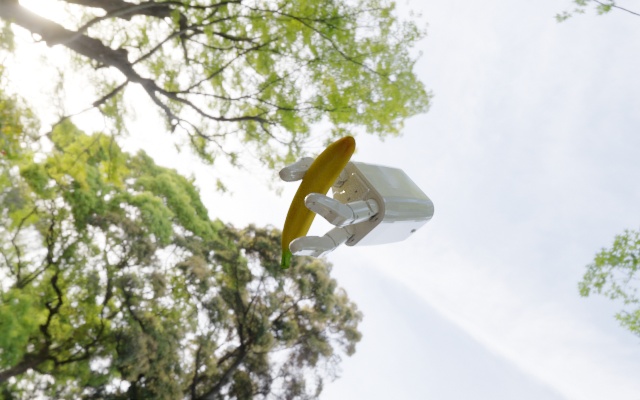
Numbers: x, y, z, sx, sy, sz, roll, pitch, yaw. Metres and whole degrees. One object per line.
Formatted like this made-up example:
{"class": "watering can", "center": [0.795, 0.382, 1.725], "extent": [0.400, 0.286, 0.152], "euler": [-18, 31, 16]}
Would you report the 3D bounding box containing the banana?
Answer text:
{"class": "banana", "center": [-0.007, -0.005, 0.614], "extent": [0.037, 0.198, 0.069], "euler": [13, 26, -27]}
